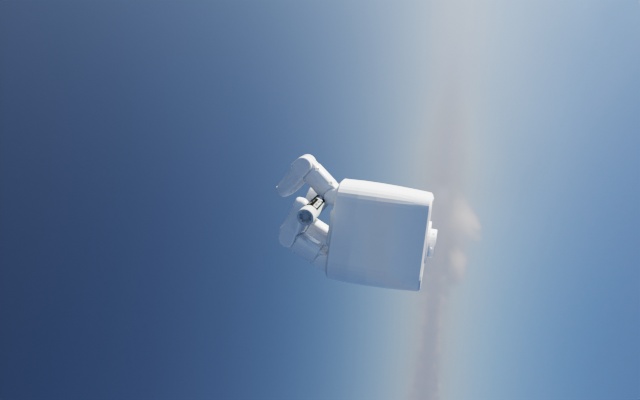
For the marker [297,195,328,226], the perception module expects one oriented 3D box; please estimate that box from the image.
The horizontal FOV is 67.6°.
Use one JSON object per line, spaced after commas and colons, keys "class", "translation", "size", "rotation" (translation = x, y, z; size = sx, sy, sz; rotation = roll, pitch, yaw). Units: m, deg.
{"class": "marker", "translation": [0.000, 0.002, 0.555], "size": [0.020, 0.020, 0.121], "rotation": [0, 15, 16]}
